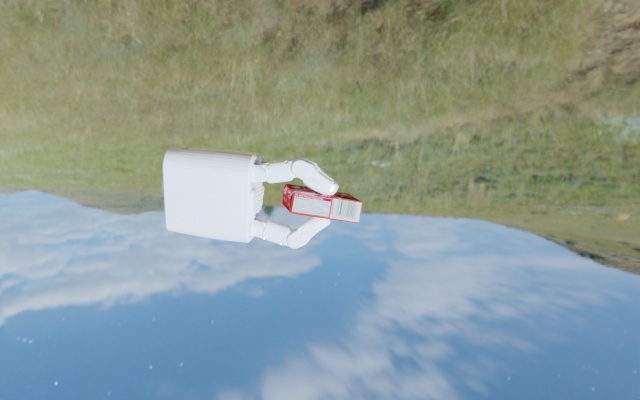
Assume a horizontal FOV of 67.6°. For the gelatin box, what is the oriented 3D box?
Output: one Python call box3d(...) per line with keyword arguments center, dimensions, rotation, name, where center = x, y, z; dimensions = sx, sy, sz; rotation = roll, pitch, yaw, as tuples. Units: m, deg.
box3d(center=(0.000, 0.002, 0.597), dimensions=(0.089, 0.030, 0.073), rotation=(9, 7, -12), name="gelatin box")
